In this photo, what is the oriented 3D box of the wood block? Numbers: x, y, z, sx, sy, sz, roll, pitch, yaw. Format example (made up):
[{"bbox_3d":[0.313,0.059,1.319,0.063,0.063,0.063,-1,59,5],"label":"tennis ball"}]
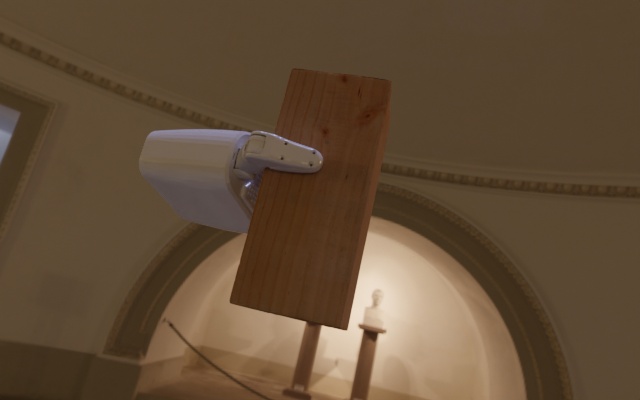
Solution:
[{"bbox_3d":[0.000,0.001,0.421,0.090,0.206,0.091,10,-14,11],"label":"wood block"}]
